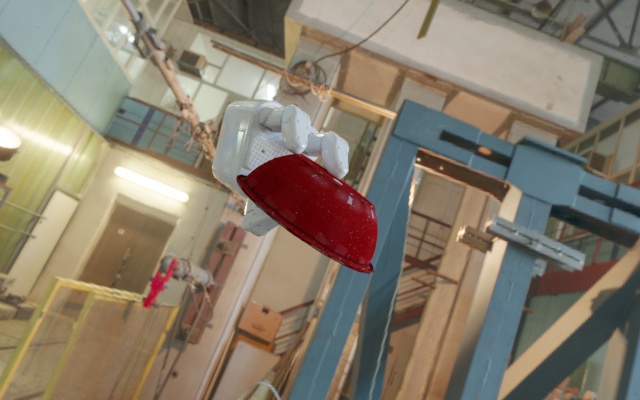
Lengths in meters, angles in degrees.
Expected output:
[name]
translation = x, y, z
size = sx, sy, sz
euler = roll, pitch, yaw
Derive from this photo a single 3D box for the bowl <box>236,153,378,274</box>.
[bowl]
translation = 0.001, 0.002, 0.465
size = 0.162, 0.055, 0.162
euler = 35, 6, -4
